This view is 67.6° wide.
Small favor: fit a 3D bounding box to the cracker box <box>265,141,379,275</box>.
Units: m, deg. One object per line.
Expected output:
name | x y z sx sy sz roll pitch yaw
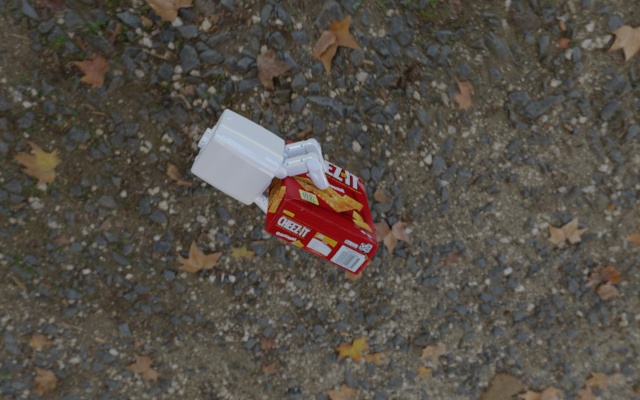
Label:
cracker box | 0.000 0.003 0.778 0.164 0.072 0.213 27 26 -17
